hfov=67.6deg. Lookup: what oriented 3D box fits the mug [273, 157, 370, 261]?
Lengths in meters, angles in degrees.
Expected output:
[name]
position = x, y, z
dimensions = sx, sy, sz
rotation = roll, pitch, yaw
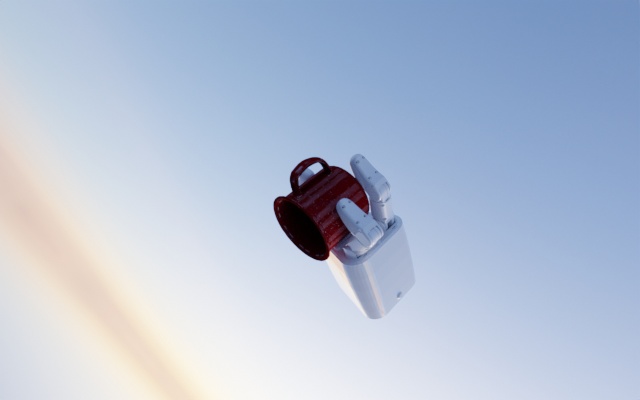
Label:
[mug]
position = 0.000, 0.001, 0.565
dimensions = 0.081, 0.117, 0.093
rotation = -39, 33, -27
